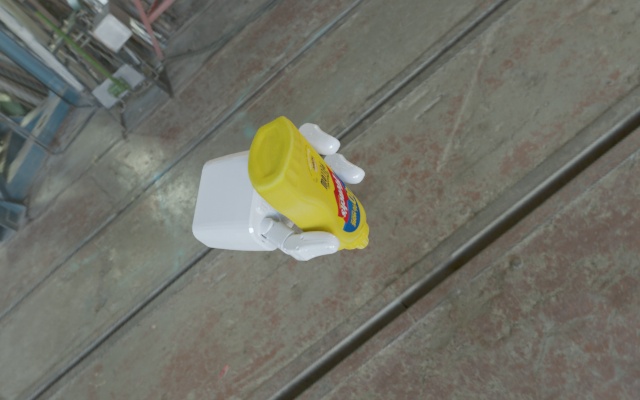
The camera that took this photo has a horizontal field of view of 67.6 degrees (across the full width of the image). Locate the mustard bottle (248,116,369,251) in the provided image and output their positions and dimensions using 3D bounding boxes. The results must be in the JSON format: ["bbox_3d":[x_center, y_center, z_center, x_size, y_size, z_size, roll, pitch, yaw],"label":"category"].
[{"bbox_3d":[0.000,0.001,0.524,0.058,0.096,0.192,-25,-45,21],"label":"mustard bottle"}]
